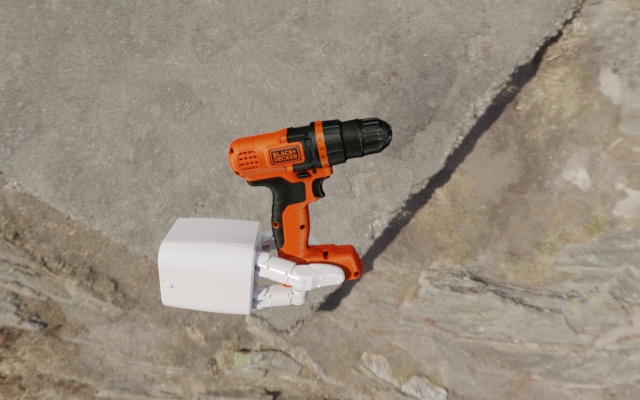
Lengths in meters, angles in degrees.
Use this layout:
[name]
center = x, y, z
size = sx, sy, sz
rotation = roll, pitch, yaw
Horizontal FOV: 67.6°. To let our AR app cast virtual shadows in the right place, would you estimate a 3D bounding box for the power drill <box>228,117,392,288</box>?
[power drill]
center = 0.000, 0.002, 0.557
size = 0.184, 0.188, 0.057
rotation = -8, 17, 7
